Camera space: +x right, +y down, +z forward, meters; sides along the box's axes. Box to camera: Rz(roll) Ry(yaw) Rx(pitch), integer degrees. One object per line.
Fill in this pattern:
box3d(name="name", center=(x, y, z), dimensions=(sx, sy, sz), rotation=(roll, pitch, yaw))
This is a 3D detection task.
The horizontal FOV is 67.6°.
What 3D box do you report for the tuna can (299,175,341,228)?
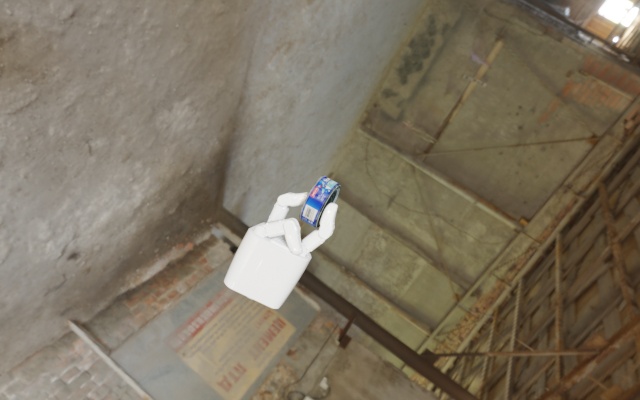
box3d(name="tuna can", center=(0.001, 0.003, 0.812), dimensions=(0.034, 0.086, 0.086), rotation=(29, 6, 11))
